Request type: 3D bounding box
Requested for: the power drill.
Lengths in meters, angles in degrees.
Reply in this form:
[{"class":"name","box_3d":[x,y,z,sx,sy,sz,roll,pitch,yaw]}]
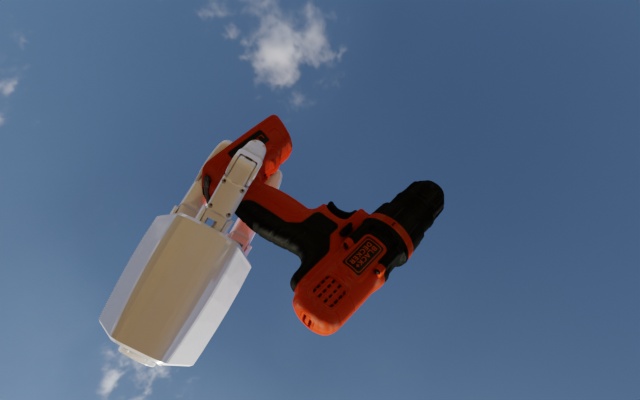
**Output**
[{"class":"power drill","box_3d":[0.000,0.001,0.439,0.184,0.187,0.057,-41,-21,-29]}]
